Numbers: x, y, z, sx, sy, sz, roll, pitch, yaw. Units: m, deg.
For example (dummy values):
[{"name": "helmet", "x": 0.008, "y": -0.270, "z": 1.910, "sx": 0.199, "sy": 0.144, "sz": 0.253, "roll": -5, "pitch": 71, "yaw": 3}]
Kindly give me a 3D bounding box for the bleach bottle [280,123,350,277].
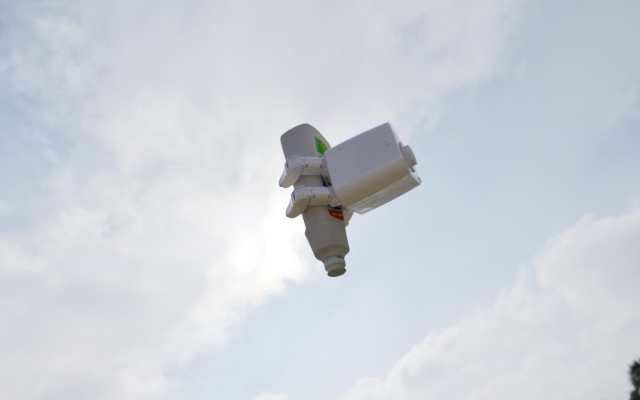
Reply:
[{"name": "bleach bottle", "x": 0.000, "y": 0.002, "z": 0.735, "sx": 0.068, "sy": 0.250, "sz": 0.103, "roll": -26, "pitch": -35, "yaw": 16}]
